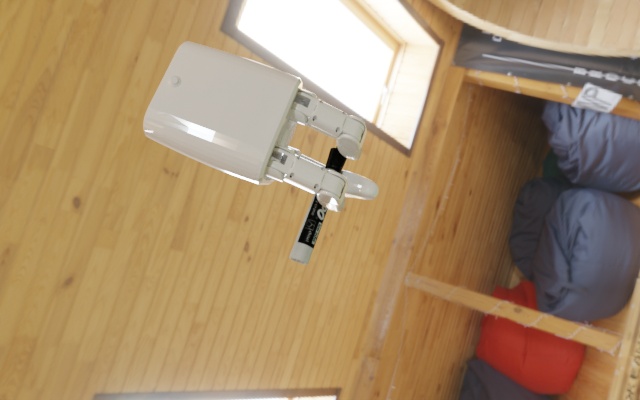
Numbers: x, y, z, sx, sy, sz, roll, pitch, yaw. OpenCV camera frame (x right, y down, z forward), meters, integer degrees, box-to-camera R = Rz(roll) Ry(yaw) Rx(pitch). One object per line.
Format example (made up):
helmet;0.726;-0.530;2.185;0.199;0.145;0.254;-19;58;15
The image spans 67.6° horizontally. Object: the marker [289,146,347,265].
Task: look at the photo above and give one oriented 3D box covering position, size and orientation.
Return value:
marker;0.000;0.002;0.454;0.020;0.121;0.020;19;-16;6
